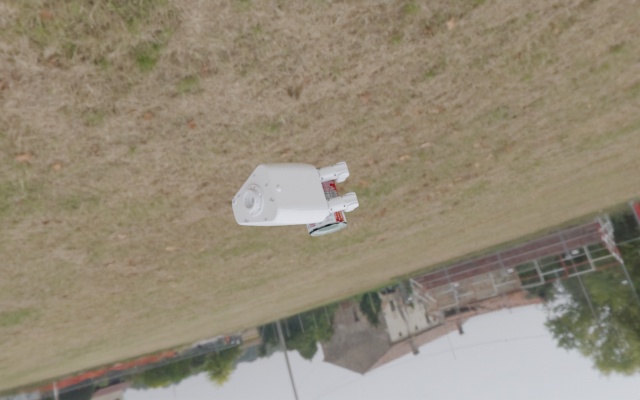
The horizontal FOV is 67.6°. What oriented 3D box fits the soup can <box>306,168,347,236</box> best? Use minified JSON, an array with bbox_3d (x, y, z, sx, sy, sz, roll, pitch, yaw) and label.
[{"bbox_3d":[0.000,0.003,0.822,0.068,0.102,0.068,-15,-14,-4],"label":"soup can"}]
